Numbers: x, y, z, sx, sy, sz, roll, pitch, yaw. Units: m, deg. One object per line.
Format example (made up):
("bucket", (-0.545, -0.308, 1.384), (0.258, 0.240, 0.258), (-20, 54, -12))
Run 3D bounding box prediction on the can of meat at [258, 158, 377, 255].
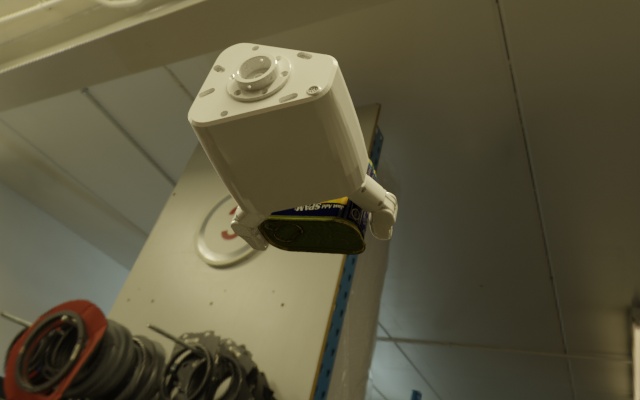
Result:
("can of meat", (0.000, 0.001, 0.468), (0.102, 0.084, 0.057), (0, -36, 23))
